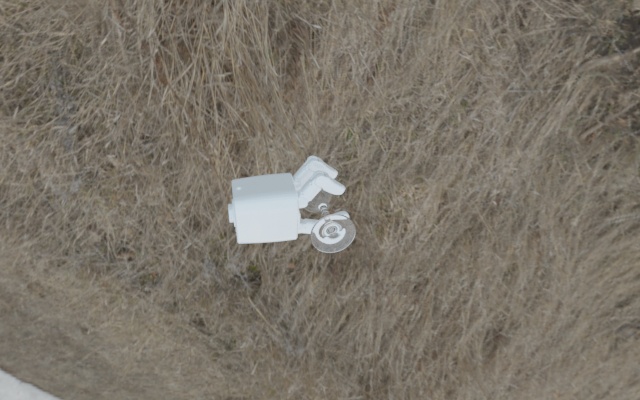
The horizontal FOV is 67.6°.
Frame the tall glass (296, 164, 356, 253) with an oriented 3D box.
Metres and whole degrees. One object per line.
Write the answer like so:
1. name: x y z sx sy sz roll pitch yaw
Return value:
1. tall glass: 0.000 0.003 0.842 0.079 0.079 0.201 0 31 -13
